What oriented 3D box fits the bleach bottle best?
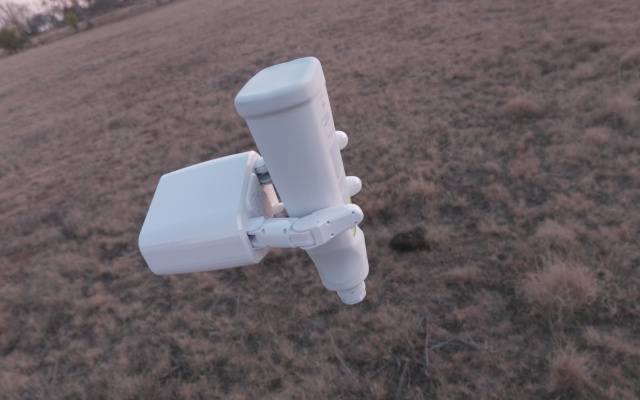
[{"bbox_3d":[0.000,0.001,0.454,0.068,0.251,0.102,-11,28,14],"label":"bleach bottle"}]
